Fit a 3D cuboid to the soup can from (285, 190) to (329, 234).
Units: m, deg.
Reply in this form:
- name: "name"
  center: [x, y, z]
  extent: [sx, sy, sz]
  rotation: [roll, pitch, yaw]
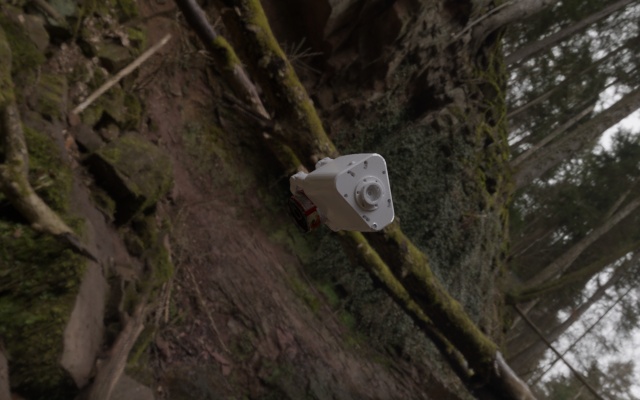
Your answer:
- name: "soup can"
  center: [0.000, 0.003, 0.818]
  extent: [0.102, 0.068, 0.068]
  rotation: [-31, 12, -21]
